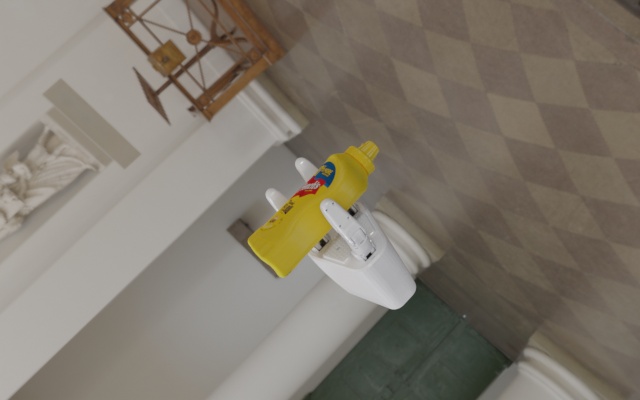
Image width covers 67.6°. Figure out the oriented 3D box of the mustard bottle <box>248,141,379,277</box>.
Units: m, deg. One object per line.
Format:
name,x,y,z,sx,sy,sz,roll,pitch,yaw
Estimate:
mustard bottle,0.000,0.002,0.570,0.058,0.191,0.096,46,-7,-16
